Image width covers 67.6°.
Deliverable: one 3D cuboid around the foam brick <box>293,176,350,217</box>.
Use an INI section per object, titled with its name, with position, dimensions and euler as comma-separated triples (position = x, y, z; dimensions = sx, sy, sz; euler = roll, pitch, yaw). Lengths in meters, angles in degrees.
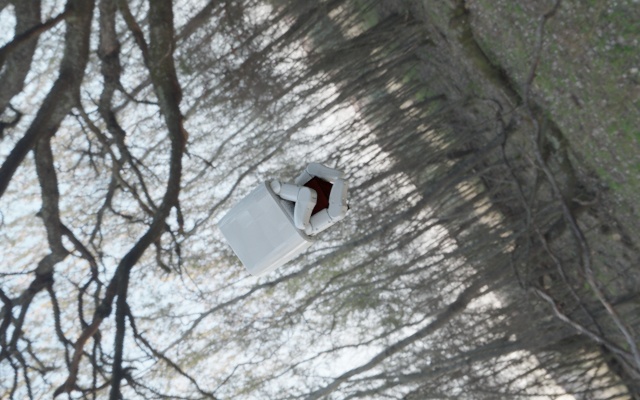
[foam brick]
position = 0.000, 0.003, 0.744
dimensions = 0.051, 0.053, 0.078
euler = -38, -21, 15
